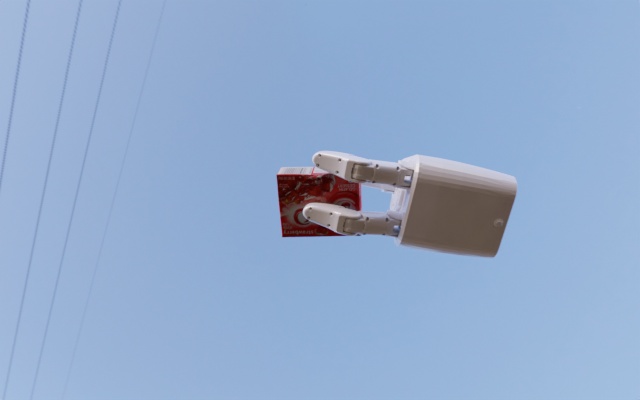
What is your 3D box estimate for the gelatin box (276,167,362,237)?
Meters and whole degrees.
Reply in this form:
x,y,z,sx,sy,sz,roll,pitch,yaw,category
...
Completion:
x,y,z,sx,sy,sz,roll,pitch,yaw,category
0.000,0.002,0.516,0.089,0.073,0.030,-1,21,8,gelatin box
